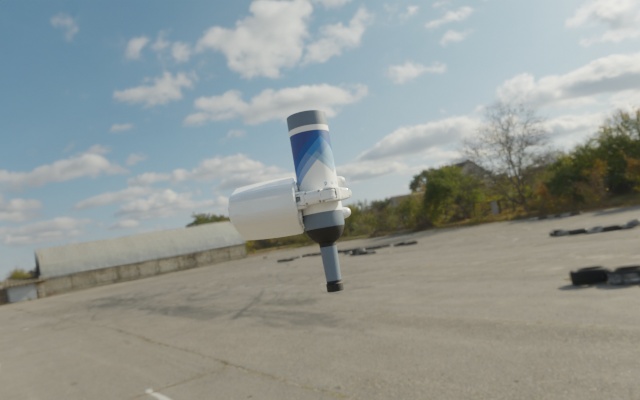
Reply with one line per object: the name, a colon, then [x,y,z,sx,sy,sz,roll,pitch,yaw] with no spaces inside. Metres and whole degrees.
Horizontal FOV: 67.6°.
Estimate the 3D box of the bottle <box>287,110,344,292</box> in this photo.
bottle: [0.000,0.002,0.789,0.069,0.295,0.069,-10,-5,-1]
